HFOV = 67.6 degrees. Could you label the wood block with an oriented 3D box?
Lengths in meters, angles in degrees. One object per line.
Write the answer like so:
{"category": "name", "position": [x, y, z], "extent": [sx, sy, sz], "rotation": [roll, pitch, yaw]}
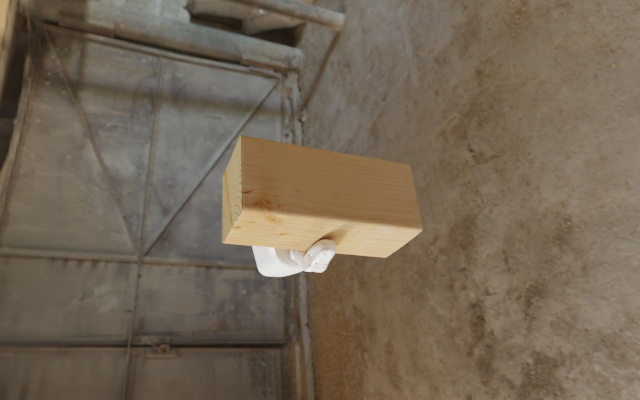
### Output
{"category": "wood block", "position": [0.000, 0.002, 0.545], "extent": [0.206, 0.090, 0.090], "rotation": [7, -30, -22]}
